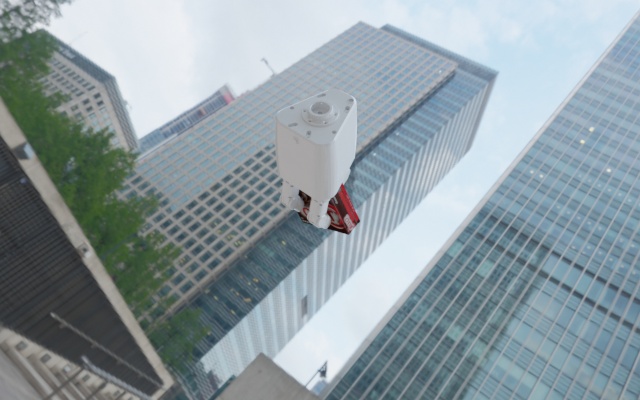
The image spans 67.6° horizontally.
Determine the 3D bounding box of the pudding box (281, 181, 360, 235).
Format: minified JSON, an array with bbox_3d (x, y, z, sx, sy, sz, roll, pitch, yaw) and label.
[{"bbox_3d":[0.000,0.002,0.766,0.113,0.090,0.039,14,50,47],"label":"pudding box"}]
